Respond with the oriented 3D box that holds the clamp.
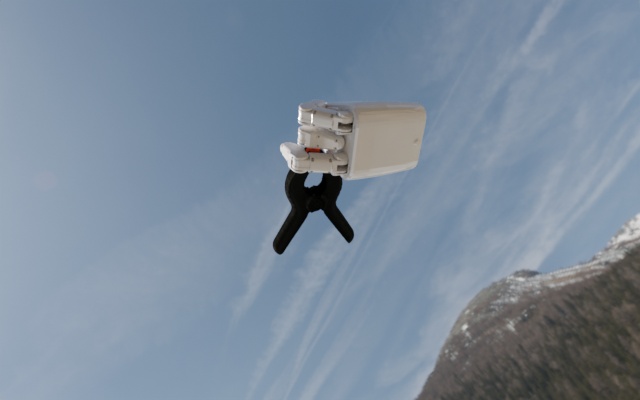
[{"bbox_3d":[0.000,0.002,0.663,0.120,0.172,0.039,-4,35,-23],"label":"clamp"}]
